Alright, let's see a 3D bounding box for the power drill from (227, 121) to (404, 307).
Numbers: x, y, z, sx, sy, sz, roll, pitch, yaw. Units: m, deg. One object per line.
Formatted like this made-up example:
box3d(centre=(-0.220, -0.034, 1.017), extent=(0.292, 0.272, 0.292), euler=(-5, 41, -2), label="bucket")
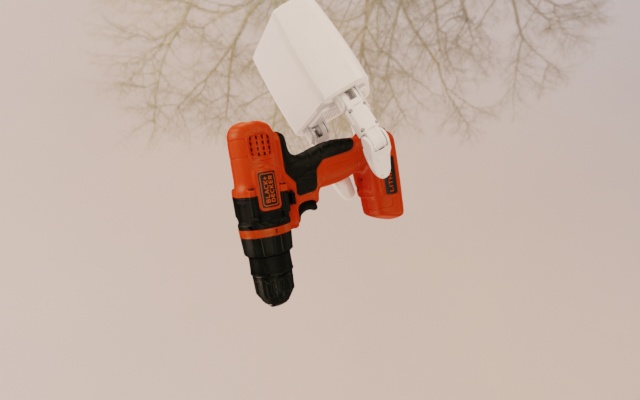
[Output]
box3d(centre=(0.000, 0.001, 0.504), extent=(0.187, 0.184, 0.057), euler=(-13, 10, -32), label="power drill")
